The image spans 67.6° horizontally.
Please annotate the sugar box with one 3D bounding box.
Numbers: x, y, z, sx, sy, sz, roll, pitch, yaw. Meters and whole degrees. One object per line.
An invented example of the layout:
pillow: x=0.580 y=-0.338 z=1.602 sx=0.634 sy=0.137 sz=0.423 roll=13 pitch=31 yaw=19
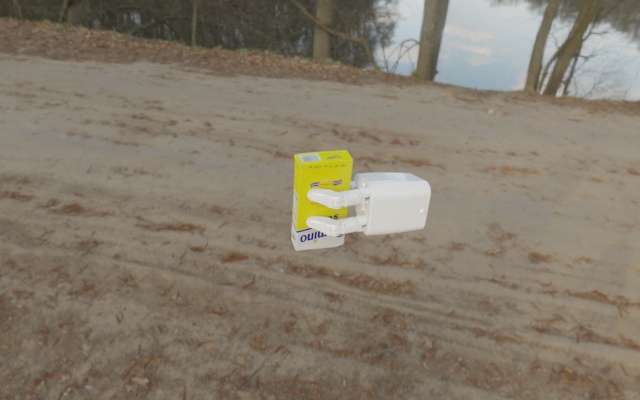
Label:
sugar box: x=0.000 y=0.003 z=0.825 sx=0.093 sy=0.176 sz=0.048 roll=-5 pitch=31 yaw=-14
